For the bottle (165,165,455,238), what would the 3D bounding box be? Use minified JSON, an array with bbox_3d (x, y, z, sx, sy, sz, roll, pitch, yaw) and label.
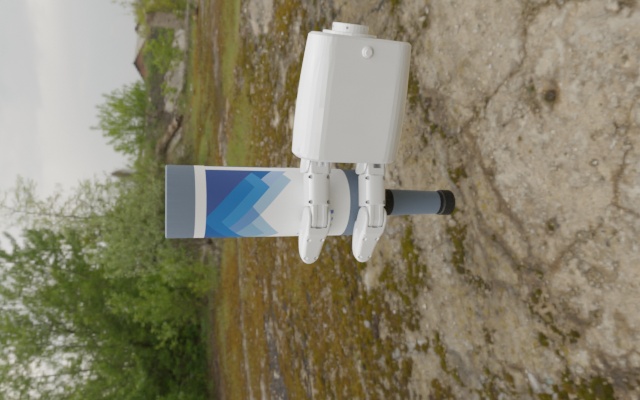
[{"bbox_3d":[0.000,0.002,0.477,0.296,0.069,0.069,0,0,-18],"label":"bottle"}]
